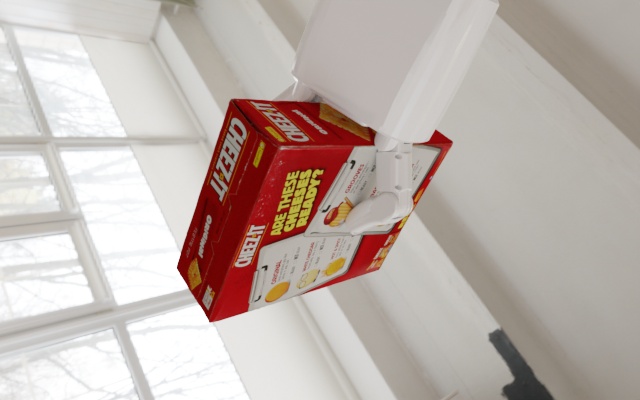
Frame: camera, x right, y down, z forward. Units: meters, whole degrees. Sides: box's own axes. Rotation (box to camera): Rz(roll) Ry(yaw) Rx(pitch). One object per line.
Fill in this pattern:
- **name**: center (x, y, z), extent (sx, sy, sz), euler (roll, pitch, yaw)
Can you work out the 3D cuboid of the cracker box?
- **cracker box**: center (0.000, 0.001, 0.416), extent (0.213, 0.164, 0.072), euler (-7, 42, -45)
